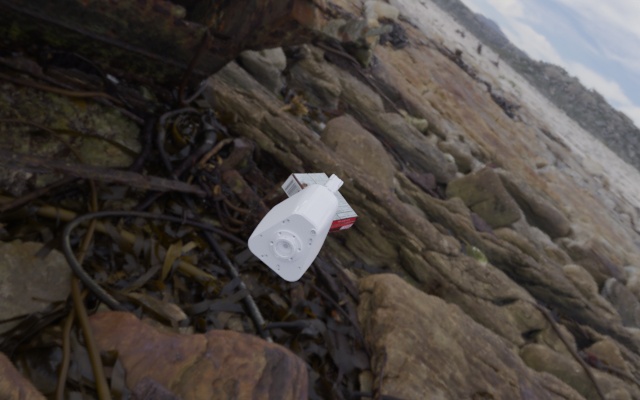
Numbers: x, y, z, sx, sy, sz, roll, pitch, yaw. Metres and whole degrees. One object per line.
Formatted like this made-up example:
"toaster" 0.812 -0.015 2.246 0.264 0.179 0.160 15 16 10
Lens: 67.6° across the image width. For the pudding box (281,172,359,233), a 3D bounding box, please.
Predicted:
"pudding box" 0.000 0.003 0.820 0.090 0.113 0.039 -5 -37 -52
